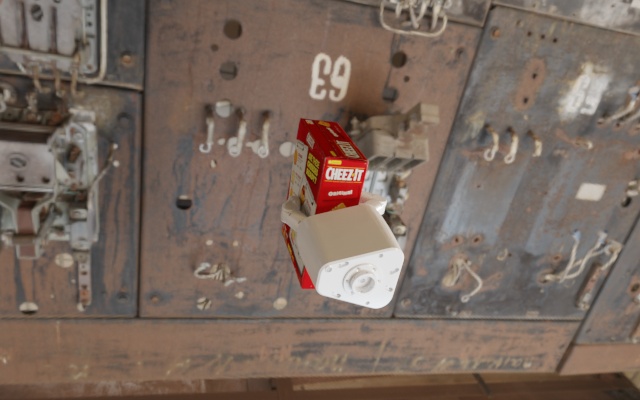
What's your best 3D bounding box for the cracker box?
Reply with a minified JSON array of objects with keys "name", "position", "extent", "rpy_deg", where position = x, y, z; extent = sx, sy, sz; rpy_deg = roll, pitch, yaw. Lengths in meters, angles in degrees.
[{"name":"cracker box","position":[0.000,0.003,0.736],"extent":[0.072,0.214,0.164],"rpy_deg":[3,27,-18]}]
